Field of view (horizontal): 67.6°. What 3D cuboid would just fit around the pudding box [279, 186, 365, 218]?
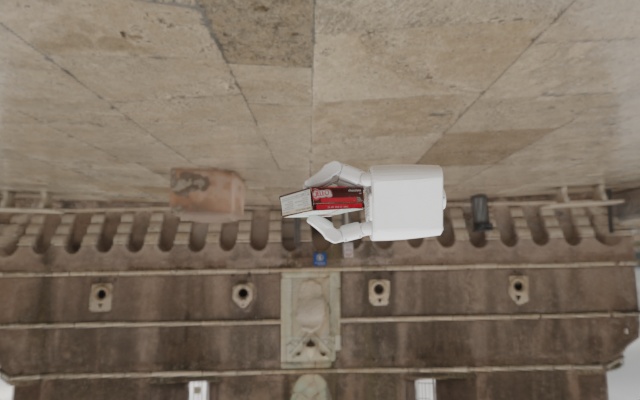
[{"bbox_3d":[0.000,0.003,0.726,0.090,0.039,0.113,-1,-8,-29],"label":"pudding box"}]
